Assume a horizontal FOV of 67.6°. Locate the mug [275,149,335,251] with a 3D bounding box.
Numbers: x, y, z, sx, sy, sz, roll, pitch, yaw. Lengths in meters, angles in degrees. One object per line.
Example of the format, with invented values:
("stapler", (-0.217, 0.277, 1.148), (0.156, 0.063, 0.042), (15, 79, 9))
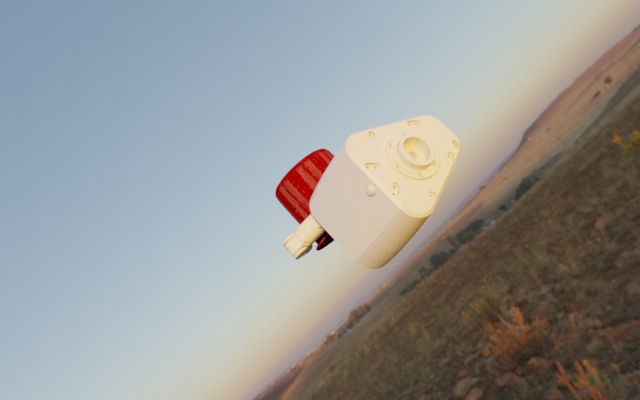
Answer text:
("mug", (0.000, 0.002, 0.550), (0.093, 0.081, 0.117), (-36, -12, -32))
